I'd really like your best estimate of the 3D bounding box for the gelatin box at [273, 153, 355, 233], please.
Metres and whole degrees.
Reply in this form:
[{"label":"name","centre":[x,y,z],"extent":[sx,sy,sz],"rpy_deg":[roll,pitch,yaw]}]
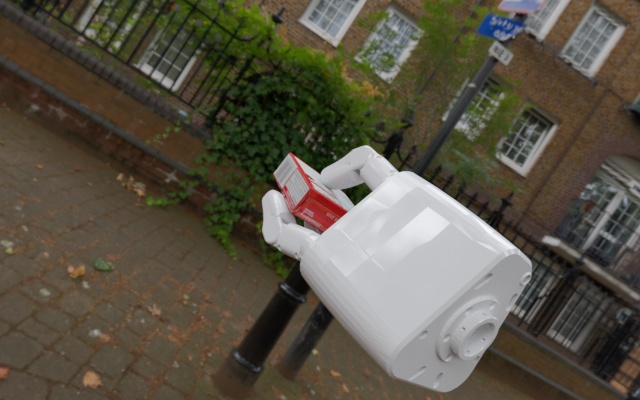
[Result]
[{"label":"gelatin box","centre":[0.000,0.001,0.430],"extent":[0.073,0.030,0.089],"rpy_deg":[35,11,-28]}]
